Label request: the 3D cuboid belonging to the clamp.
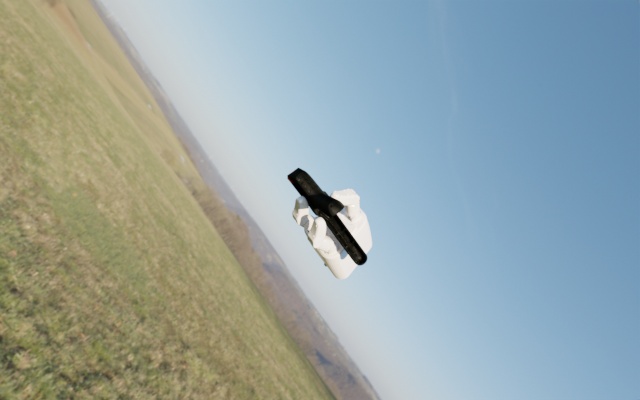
[{"bbox_3d":[0.001,0.002,0.809,0.036,0.210,0.165,-35,-35,-8],"label":"clamp"}]
